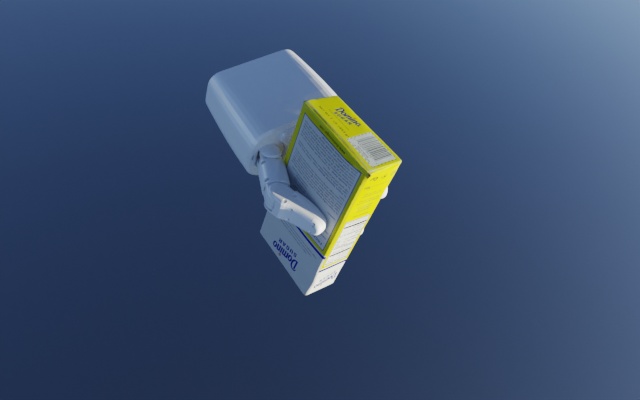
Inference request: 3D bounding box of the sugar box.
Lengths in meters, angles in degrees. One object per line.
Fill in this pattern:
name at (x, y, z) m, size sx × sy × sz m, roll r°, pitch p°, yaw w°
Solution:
sugar box at (0.000, 0.001, 0.452) m, size 0.048 × 0.093 × 0.176 m, roll -20°, pitch -32°, yaw -34°
